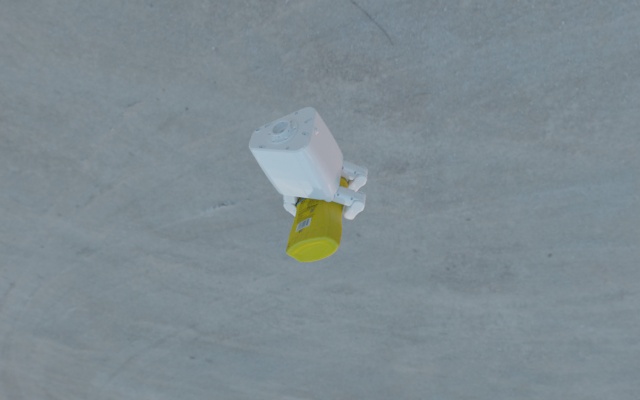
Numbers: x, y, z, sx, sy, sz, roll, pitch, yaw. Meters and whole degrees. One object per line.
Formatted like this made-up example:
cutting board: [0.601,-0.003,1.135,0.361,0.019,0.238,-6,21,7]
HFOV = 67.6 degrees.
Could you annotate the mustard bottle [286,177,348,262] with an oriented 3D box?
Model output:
mustard bottle: [0.000,0.003,0.787,0.058,0.191,0.096,34,-42,-29]
